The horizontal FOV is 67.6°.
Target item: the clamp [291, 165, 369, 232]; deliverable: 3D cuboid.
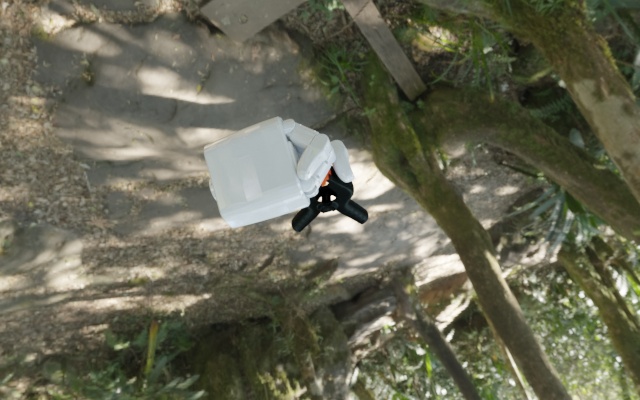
[{"bbox_3d":[0.000,0.003,0.690,0.120,0.039,0.172,-17,-31,6],"label":"clamp"}]
